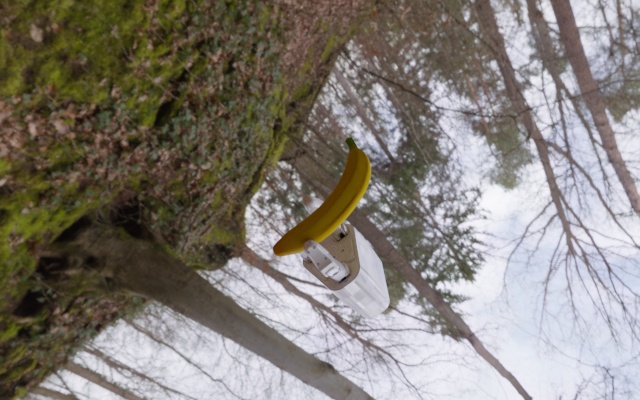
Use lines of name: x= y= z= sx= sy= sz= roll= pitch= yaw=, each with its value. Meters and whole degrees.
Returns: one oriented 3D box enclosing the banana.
banana: x=0.014 y=0.004 z=0.647 sx=0.069 sy=0.197 sz=0.037 roll=22 pitch=-18 yaw=47
